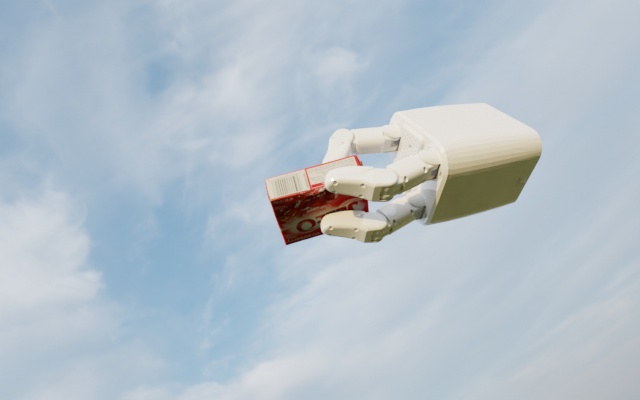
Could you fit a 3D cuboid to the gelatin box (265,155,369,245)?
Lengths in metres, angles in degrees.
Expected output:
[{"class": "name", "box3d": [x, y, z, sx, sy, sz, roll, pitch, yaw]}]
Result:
[{"class": "gelatin box", "box3d": [0.000, 0.001, 0.448, 0.089, 0.030, 0.073, -15, -38, -2]}]
